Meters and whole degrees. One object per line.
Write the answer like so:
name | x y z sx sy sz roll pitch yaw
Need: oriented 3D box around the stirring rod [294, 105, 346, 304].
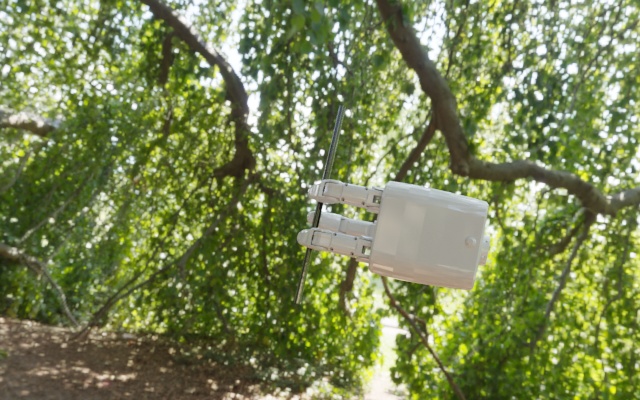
stirring rod | 0.000 0.002 0.562 0.011 0.239 0.011 13 -8 2
